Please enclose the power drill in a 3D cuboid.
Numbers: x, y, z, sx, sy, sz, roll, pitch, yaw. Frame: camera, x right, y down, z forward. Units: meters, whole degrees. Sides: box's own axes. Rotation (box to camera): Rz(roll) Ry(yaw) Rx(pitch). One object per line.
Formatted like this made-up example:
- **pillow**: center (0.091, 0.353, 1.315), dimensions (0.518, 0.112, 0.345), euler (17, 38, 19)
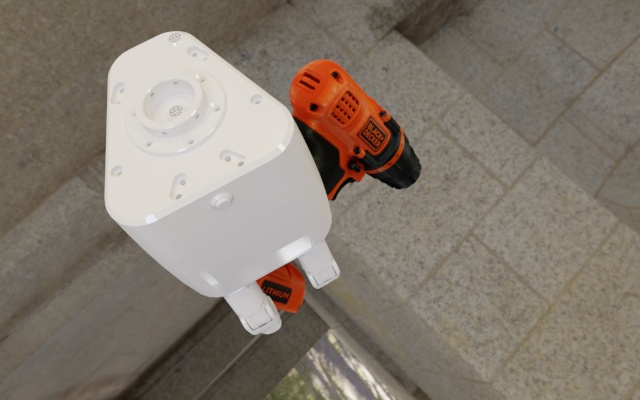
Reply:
- **power drill**: center (0.000, 0.002, 0.403), dimensions (0.057, 0.187, 0.184), euler (35, 2, 39)
